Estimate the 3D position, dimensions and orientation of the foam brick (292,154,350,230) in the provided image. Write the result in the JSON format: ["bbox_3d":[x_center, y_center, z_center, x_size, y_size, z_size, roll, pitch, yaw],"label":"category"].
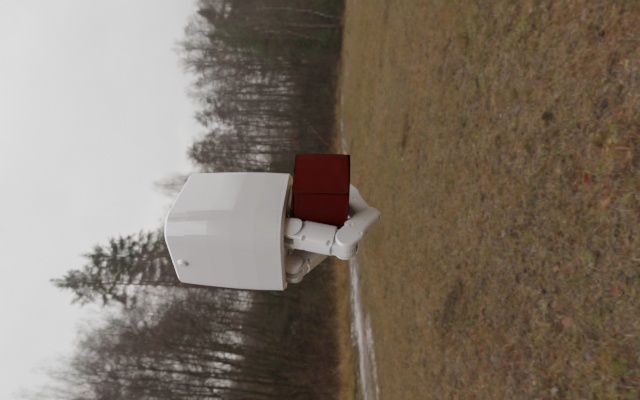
[{"bbox_3d":[0.000,0.001,0.449,0.051,0.053,0.078,3,-44,1],"label":"foam brick"}]
